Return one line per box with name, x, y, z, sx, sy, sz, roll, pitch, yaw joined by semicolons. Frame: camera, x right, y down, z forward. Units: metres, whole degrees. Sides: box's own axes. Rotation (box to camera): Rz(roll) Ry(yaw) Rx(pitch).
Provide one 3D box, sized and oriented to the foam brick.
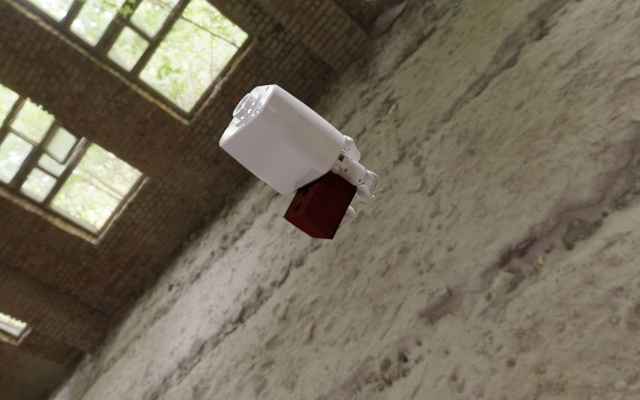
foam brick;0.000;0.002;0.589;0.051;0.078;0.053;36;-20;-25
